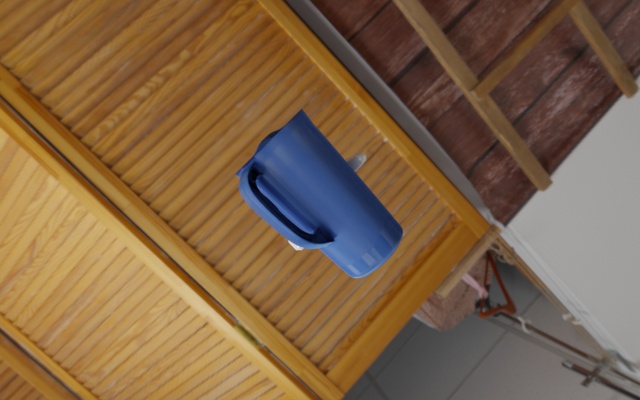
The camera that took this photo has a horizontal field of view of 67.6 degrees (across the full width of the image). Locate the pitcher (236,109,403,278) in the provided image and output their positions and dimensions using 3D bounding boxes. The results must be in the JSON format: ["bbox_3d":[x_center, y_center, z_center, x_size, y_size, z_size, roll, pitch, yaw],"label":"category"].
[{"bbox_3d":[0.000,0.002,0.692,0.149,0.243,0.145,-45,9,-5],"label":"pitcher"}]
